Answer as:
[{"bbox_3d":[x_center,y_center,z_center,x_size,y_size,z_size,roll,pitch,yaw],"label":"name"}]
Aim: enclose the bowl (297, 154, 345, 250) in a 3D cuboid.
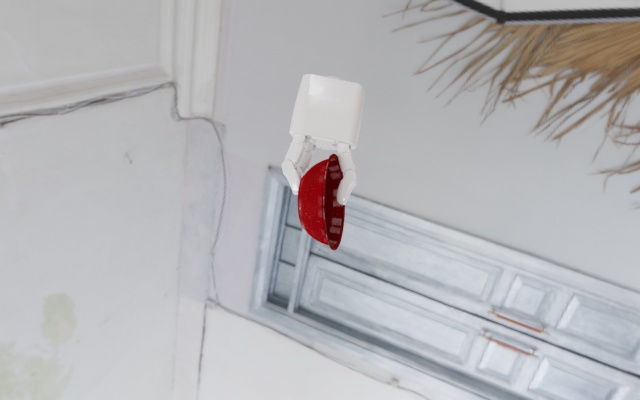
[{"bbox_3d":[0.000,0.004,0.801,0.055,0.162,0.162,-1,0,14],"label":"bowl"}]
